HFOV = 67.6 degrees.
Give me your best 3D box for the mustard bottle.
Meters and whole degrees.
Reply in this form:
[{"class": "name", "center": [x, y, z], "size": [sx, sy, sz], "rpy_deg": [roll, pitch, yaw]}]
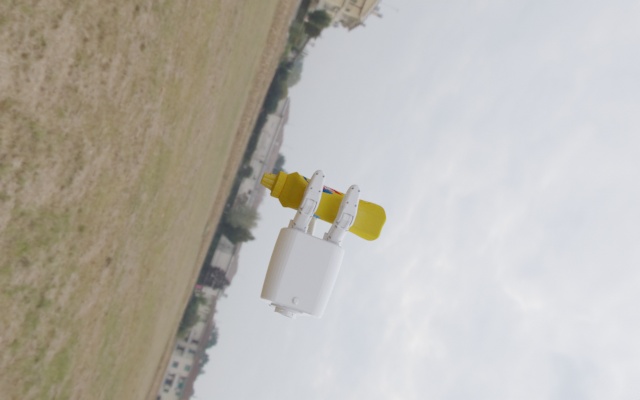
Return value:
[{"class": "mustard bottle", "center": [0.000, 0.002, 0.729], "size": [0.191, 0.058, 0.096], "rpy_deg": [22, 6, -9]}]
